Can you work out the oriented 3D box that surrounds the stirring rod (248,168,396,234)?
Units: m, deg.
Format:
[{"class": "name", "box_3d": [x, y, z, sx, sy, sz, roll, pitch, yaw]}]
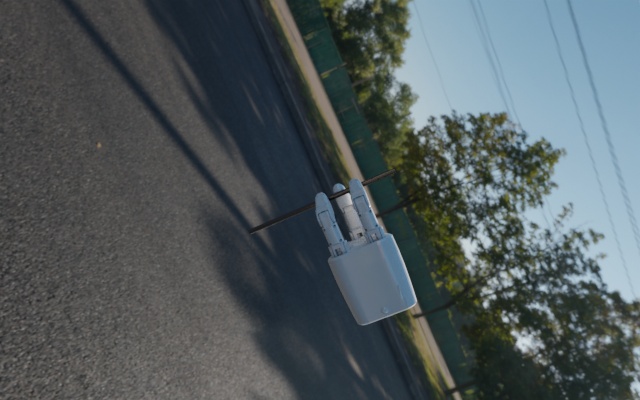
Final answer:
[{"class": "stirring rod", "box_3d": [0.000, 0.002, 0.718, 0.239, 0.011, 0.011, -23, -4, 9]}]
